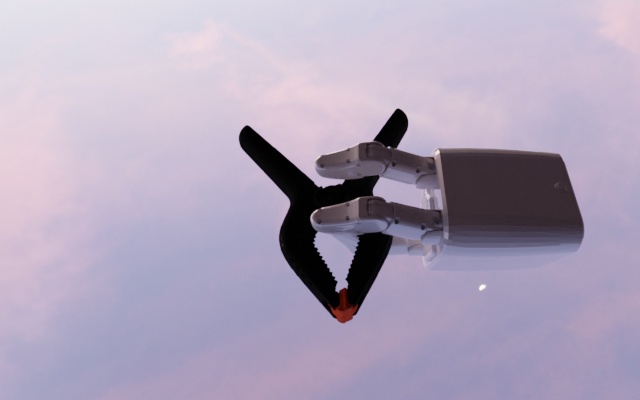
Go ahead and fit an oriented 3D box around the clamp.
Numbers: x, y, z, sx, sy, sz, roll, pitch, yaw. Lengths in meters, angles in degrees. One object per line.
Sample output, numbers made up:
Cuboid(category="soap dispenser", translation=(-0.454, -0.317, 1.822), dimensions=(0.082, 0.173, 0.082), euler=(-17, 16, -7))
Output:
Cuboid(category="clamp", translation=(0.000, 0.002, 0.419), dimensions=(0.164, 0.209, 0.036), euler=(-1, -34, 5))
